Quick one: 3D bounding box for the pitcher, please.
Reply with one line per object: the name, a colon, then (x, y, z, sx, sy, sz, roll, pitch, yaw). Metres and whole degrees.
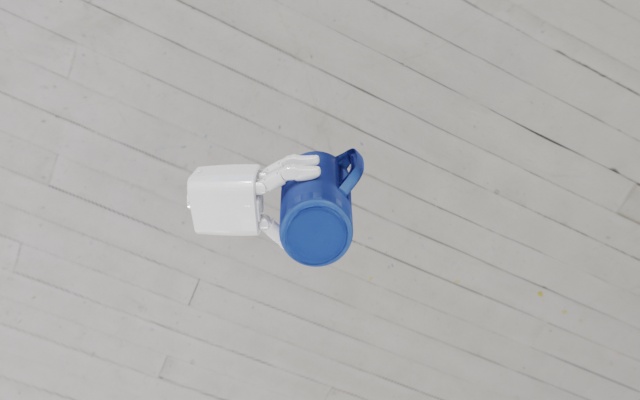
pitcher: (0.000, 0.003, 0.793, 0.145, 0.149, 0.242, 2, 20, -2)
